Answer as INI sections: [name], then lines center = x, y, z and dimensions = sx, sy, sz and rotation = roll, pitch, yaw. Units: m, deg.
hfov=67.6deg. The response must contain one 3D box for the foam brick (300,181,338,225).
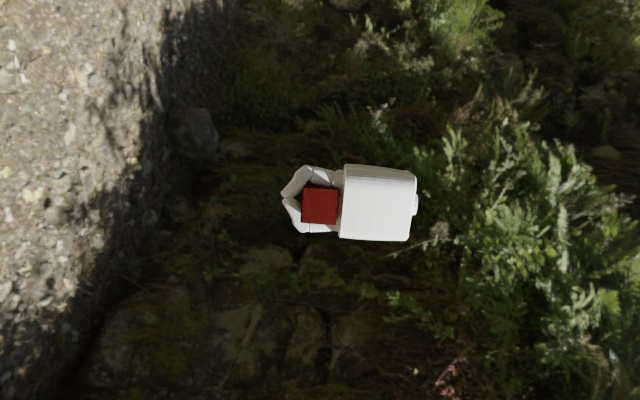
[foam brick]
center = 0.000, 0.002, 0.707
dimensions = 0.051, 0.053, 0.078
rotation = 5, 10, 2
